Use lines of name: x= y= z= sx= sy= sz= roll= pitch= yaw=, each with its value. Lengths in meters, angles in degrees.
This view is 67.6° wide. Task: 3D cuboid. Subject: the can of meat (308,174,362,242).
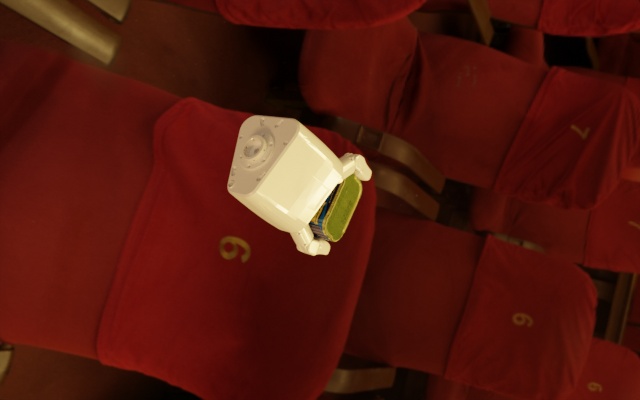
can of meat: x=0.000 y=0.002 z=0.673 sx=0.084 sy=0.102 sz=0.057 roll=12 pitch=-21 yaw=36
